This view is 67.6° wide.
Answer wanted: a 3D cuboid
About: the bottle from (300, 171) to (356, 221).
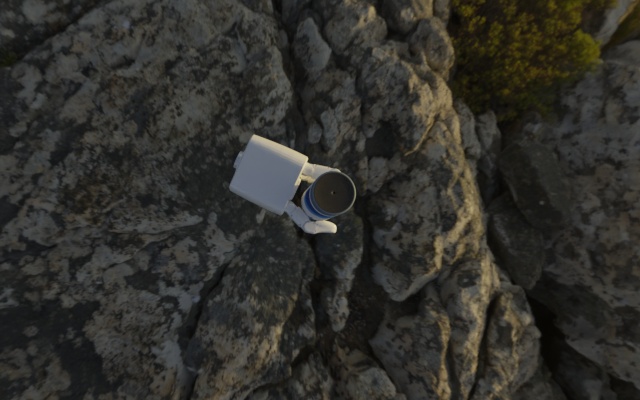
[{"bbox_3d":[0.000,0.003,0.855,0.069,0.069,0.296,0,-6,-8],"label":"bottle"}]
